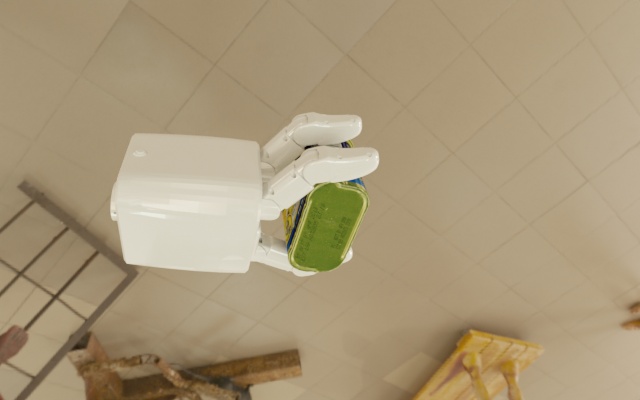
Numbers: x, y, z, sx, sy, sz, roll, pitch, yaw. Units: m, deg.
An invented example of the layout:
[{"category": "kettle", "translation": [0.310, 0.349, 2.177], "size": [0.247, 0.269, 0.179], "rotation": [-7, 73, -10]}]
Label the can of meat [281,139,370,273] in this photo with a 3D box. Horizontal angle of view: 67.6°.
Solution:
[{"category": "can of meat", "translation": [0.000, 0.002, 0.427], "size": [0.057, 0.102, 0.084], "rotation": [9, 34, -16]}]
